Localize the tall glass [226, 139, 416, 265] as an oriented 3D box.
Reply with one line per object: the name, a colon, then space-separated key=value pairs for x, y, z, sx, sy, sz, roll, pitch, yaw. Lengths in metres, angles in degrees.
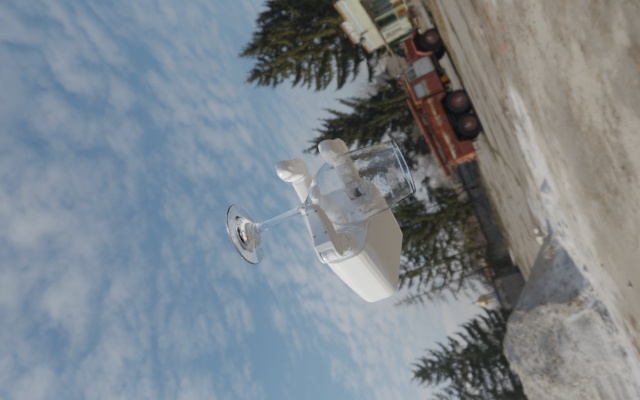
tall glass: x=-0.001 y=0.002 z=0.525 sx=0.201 sy=0.079 sz=0.079 roll=-23 pitch=-7 yaw=17
